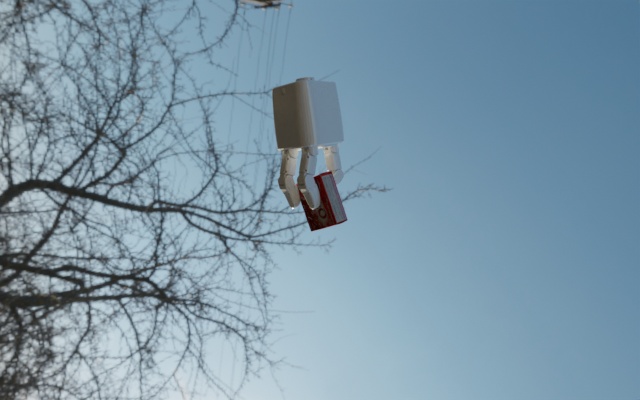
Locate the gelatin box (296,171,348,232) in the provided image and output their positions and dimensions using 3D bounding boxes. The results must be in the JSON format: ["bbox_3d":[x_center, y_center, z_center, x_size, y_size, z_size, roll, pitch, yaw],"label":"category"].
[{"bbox_3d":[0.001,0.003,0.808,0.030,0.089,0.073,-19,0,-40],"label":"gelatin box"}]
